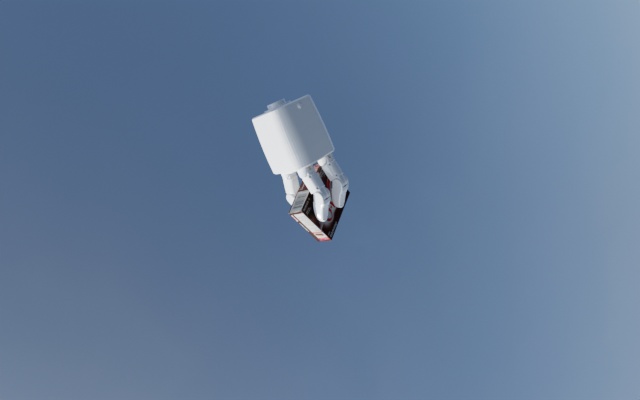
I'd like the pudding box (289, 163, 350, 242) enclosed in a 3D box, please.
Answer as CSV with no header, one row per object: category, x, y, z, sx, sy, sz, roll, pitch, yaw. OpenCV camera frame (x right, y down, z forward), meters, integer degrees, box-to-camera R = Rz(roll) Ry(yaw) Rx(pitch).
pudding box,0.000,0.003,0.852,0.039,0.113,0.090,-8,-42,44
